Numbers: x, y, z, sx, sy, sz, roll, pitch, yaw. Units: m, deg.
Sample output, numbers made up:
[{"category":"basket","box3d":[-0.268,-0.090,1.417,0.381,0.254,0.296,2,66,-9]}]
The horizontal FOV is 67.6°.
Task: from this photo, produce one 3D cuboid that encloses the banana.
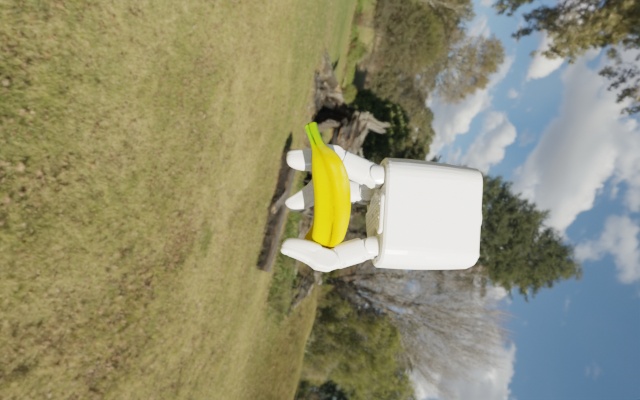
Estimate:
[{"category":"banana","box3d":[0.005,0.013,0.500,0.037,0.069,0.198,-9,-40,-13]}]
